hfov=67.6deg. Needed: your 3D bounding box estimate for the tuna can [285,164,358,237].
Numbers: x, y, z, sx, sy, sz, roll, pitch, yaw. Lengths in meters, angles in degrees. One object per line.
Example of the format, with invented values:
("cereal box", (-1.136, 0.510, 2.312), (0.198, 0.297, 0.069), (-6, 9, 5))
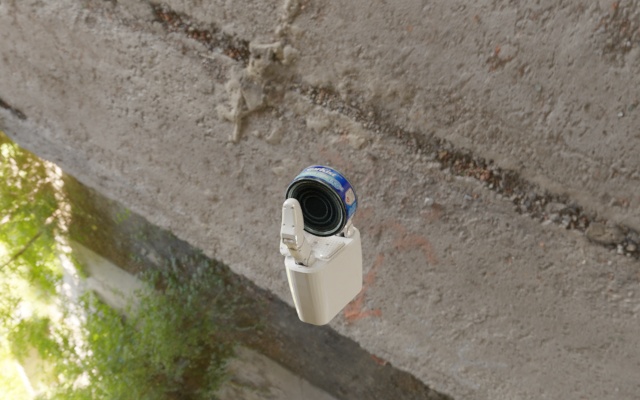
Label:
("tuna can", (0.000, 0.002, 0.582), (0.086, 0.086, 0.033), (0, 29, 31))
